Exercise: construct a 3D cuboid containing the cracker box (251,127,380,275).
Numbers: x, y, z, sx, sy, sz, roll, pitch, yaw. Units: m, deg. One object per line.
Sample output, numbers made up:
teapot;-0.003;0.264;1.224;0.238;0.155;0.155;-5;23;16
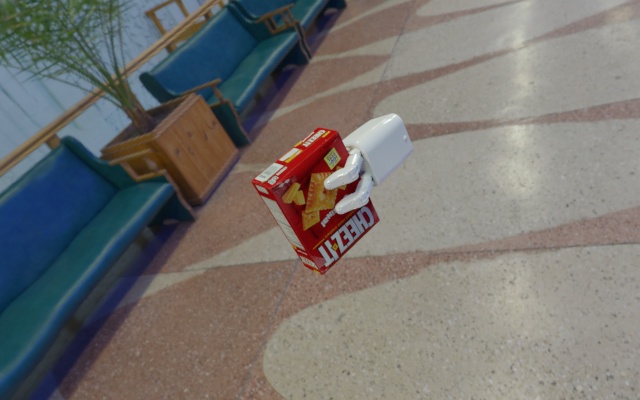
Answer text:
cracker box;0.000;0.003;0.863;0.164;0.214;0.072;-41;33;-19
